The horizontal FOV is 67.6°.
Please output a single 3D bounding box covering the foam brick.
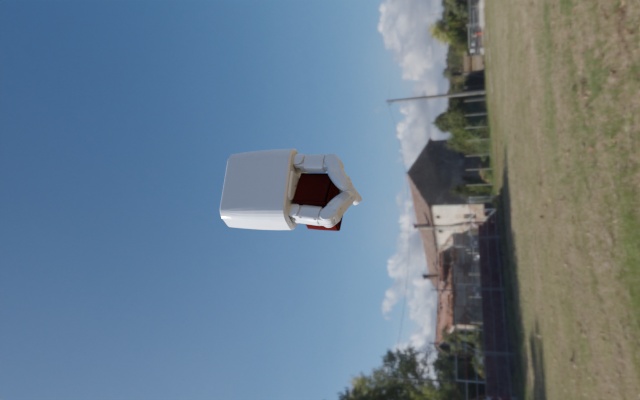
[{"bbox_3d":[0.000,0.003,0.705,0.051,0.053,0.078,1,-36,19],"label":"foam brick"}]
